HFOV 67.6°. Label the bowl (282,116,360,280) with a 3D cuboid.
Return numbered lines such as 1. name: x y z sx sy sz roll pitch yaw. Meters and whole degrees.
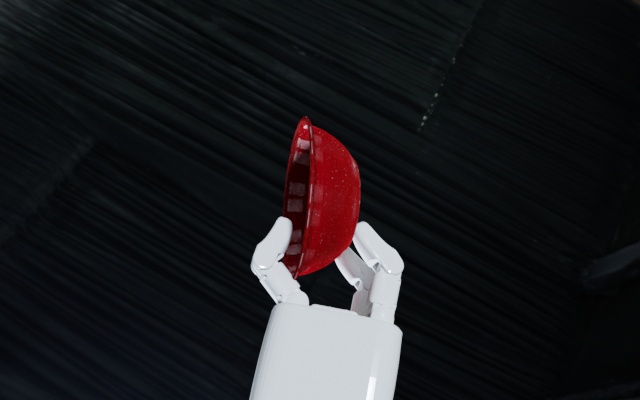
1. bowl: 0.001 0.000 0.470 0.055 0.162 0.162 5 -1 -12
